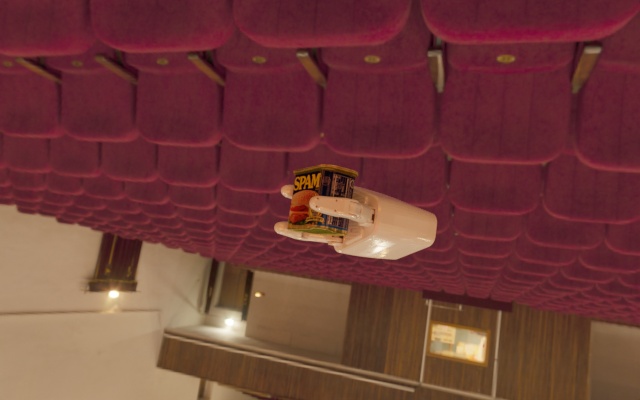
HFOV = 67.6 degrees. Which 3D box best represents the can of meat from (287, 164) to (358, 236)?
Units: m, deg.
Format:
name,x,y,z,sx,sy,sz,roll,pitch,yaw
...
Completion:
name,x,y,z,sx,sy,sz,roll,pitch,yaw
can of meat,0.000,0.002,0.642,0.057,0.084,0.102,13,-10,-31
